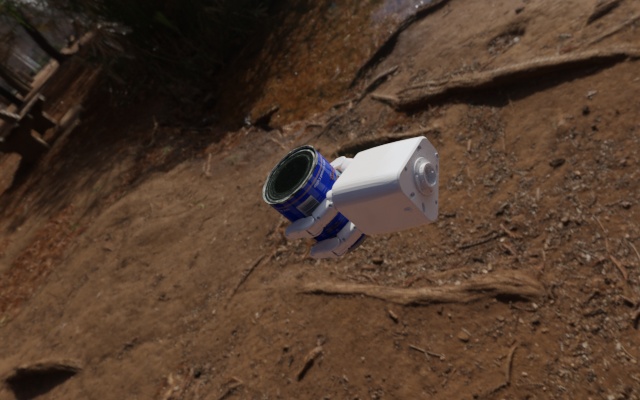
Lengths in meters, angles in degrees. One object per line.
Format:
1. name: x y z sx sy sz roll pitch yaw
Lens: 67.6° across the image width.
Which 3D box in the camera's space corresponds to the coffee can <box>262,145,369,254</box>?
1. coffee can: 0.000 0.002 0.702 0.140 0.102 0.103 41 -25 -32
